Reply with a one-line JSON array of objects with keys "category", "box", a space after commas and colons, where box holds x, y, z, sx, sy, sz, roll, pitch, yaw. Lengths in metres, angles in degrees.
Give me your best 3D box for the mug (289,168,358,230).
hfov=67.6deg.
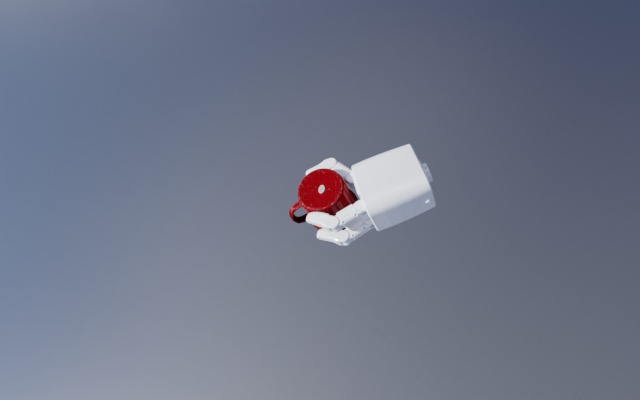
[{"category": "mug", "box": [-0.001, 0.003, 0.816, 0.117, 0.093, 0.081, -24, -32, 7]}]
